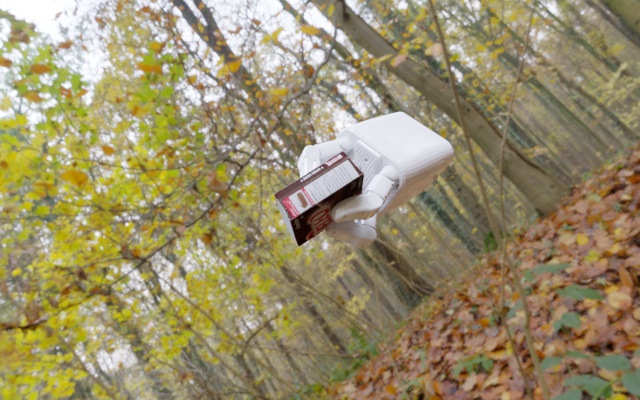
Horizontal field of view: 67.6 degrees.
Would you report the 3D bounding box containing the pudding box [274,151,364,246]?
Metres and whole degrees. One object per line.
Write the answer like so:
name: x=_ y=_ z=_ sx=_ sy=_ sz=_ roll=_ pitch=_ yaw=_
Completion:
pudding box: x=0.000 y=0.002 z=0.527 sx=0.090 sy=0.039 sz=0.113 roll=-34 pitch=-19 yaw=-9
